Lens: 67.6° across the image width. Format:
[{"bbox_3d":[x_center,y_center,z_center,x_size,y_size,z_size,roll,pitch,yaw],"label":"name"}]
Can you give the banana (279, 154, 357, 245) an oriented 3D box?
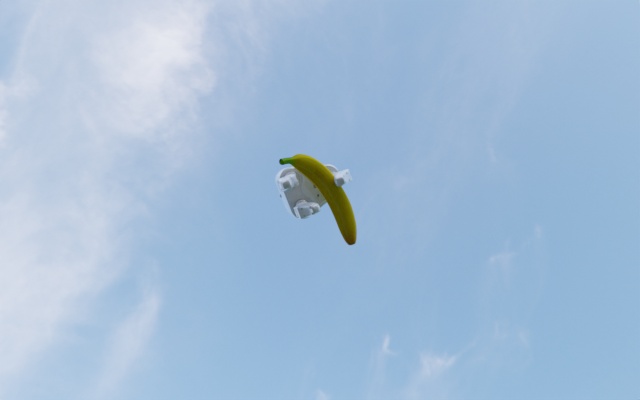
[{"bbox_3d":[0.009,-0.012,0.824,0.069,0.198,0.037,-48,16,-27],"label":"banana"}]
